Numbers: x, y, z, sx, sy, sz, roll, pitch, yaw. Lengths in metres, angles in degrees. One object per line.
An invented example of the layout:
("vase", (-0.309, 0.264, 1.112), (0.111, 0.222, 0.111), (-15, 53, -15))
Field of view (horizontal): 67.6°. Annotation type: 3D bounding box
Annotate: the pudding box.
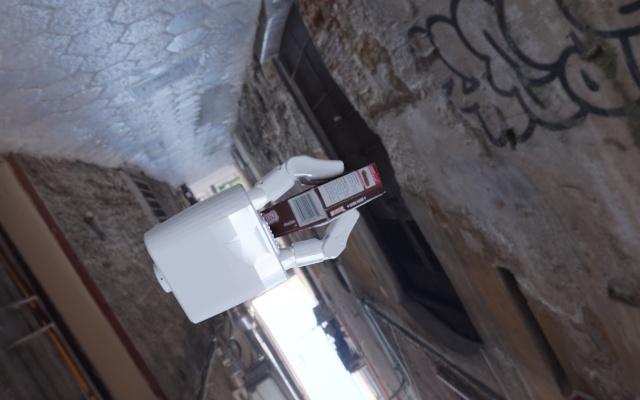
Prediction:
("pudding box", (0.000, 0.002, 0.516), (0.090, 0.039, 0.113), (-25, 4, -38))
